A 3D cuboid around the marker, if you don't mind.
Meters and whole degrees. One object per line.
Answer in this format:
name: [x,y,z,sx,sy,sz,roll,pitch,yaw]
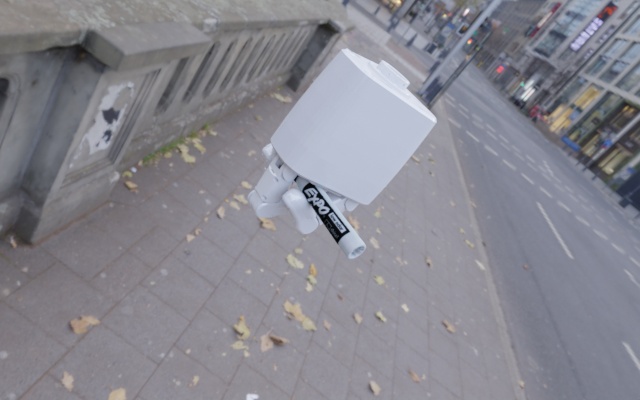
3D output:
marker: [0.000,0.001,0.429,0.020,0.020,0.121,0,44,-44]
